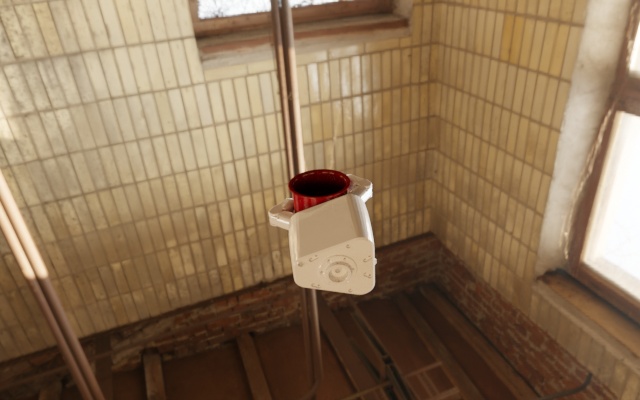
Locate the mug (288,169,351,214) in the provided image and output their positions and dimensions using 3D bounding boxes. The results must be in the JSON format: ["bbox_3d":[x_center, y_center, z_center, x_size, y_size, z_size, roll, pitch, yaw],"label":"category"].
[{"bbox_3d":[0.000,0.002,0.739,0.093,0.081,0.117,-4,30,-1],"label":"mug"}]
